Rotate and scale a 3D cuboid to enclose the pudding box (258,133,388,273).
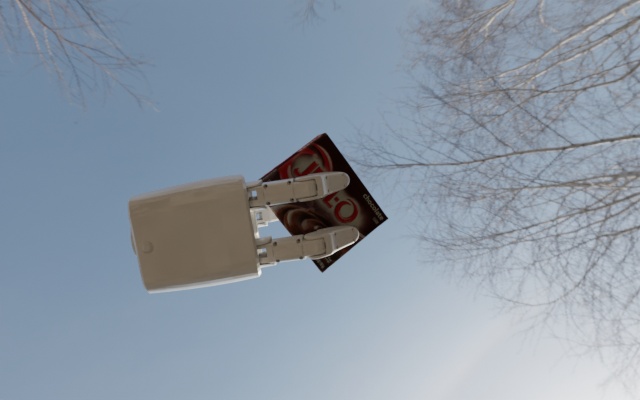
[{"bbox_3d":[0.000,0.002,0.491,0.090,0.113,0.039,-38,12,-7],"label":"pudding box"}]
